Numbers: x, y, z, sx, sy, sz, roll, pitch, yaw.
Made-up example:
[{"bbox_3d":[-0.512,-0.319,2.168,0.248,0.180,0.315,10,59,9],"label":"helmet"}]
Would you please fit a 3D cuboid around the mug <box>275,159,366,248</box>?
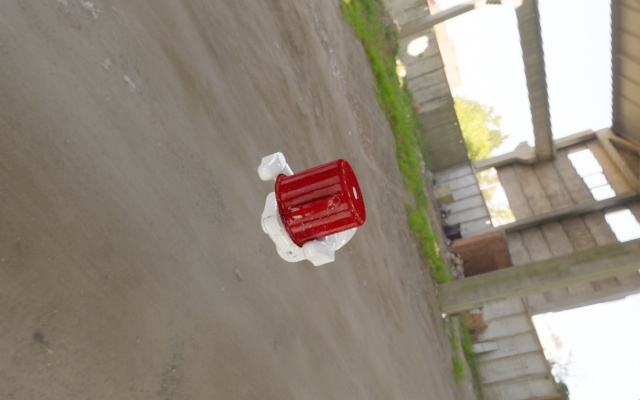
[{"bbox_3d":[0.000,0.002,0.546,0.081,0.093,0.117,-18,1,15],"label":"mug"}]
